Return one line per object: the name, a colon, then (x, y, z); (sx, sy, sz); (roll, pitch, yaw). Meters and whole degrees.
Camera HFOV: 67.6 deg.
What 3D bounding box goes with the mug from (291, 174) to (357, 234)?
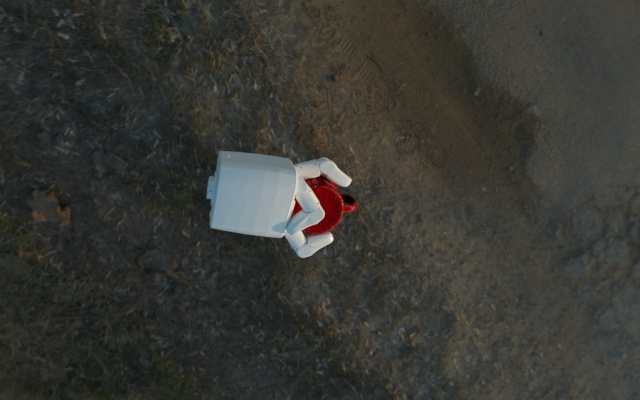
mug: (0.002, 0.003, 0.743); (0.117, 0.093, 0.081); (6, 19, -15)
